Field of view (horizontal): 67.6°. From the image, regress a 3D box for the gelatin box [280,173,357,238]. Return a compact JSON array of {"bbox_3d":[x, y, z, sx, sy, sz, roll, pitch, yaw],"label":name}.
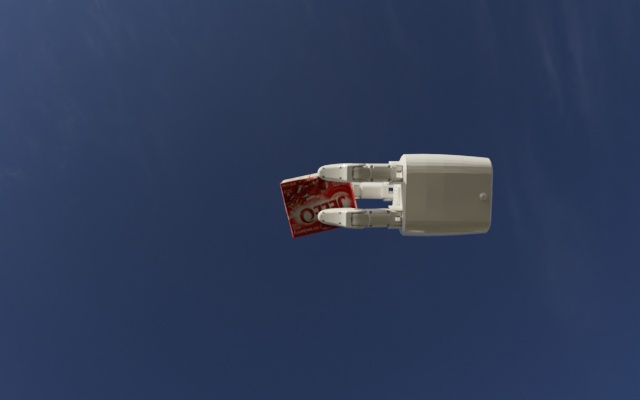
[{"bbox_3d":[0.000,0.002,0.612,0.089,0.073,0.030,-12,8,7],"label":"gelatin box"}]
